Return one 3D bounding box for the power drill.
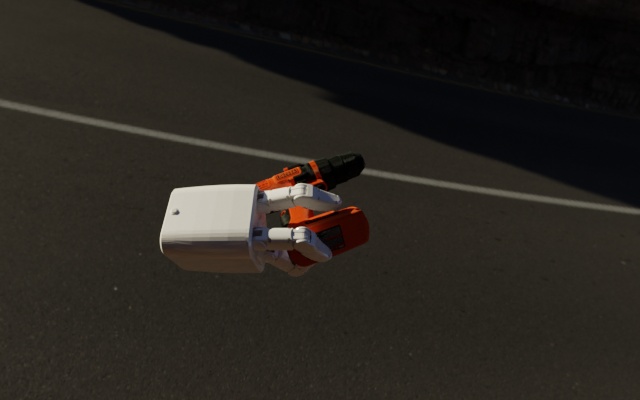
[{"bbox_3d":[0.000,0.002,0.661,0.184,0.057,0.187,-22,30,-6],"label":"power drill"}]
